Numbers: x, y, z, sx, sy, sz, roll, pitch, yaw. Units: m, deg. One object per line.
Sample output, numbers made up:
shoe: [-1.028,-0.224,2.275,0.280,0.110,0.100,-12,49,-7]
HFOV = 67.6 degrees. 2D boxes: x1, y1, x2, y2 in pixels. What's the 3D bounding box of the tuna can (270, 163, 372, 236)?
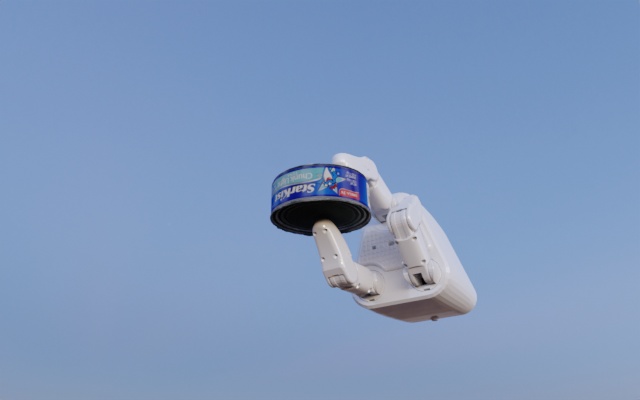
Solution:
tuna can: [0.000,0.001,0.409,0.086,0.033,0.086,-1,-23,0]
